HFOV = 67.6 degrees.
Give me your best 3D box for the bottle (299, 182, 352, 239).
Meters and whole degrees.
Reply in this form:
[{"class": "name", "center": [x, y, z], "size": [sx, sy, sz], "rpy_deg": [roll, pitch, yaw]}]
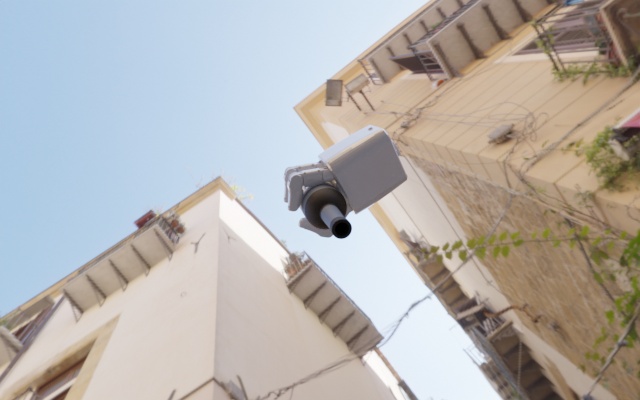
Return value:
[{"class": "bottle", "center": [0.000, 0.002, 0.759], "size": [0.069, 0.069, 0.295], "rpy_deg": [0, 14, -11]}]
